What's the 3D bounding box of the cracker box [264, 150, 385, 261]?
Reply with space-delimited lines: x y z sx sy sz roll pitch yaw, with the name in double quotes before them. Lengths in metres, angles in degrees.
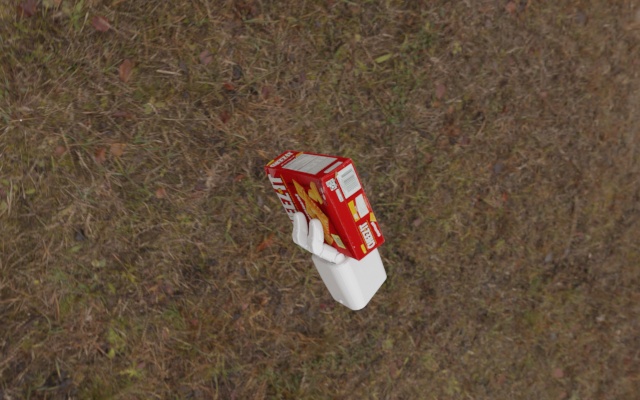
"cracker box" 0.000 0.003 0.851 0.072 0.164 0.213 -35 25 -23
